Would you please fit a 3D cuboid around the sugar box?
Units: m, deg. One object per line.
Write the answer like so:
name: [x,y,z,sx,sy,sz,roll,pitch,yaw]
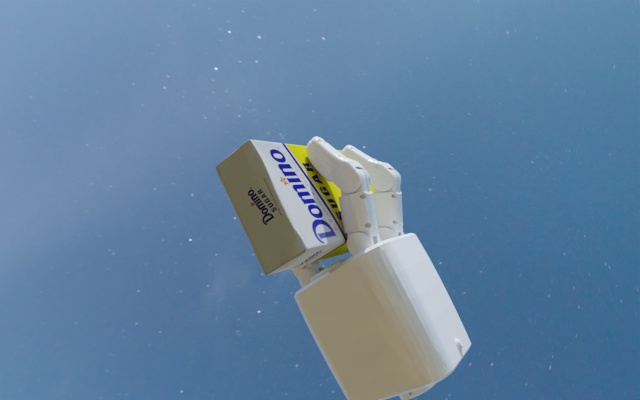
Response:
sugar box: [0.001,0.001,0.409,0.048,0.093,0.176,-34,-14,25]
